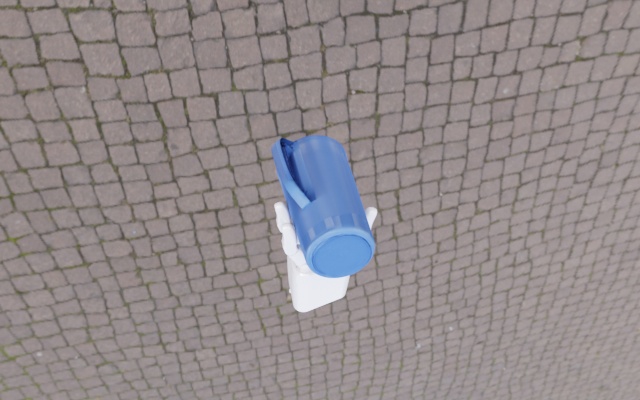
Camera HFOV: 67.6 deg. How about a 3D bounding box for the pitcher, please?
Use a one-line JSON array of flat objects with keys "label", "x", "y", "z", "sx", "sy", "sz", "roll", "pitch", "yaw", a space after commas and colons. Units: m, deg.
[{"label": "pitcher", "x": 0.000, "y": 0.003, "z": 0.792, "sx": 0.149, "sy": 0.145, "sz": 0.242, "roll": -3, "pitch": 40, "yaw": -12}]
